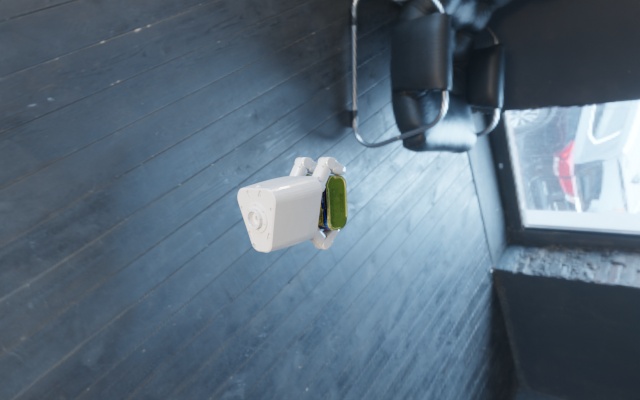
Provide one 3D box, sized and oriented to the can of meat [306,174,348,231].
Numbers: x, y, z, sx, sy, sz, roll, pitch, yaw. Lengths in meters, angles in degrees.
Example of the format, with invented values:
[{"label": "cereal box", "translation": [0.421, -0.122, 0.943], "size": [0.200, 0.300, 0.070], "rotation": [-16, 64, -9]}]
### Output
[{"label": "can of meat", "translation": [0.000, 0.003, 0.861], "size": [0.084, 0.102, 0.057], "rotation": [3, 9, 42]}]
